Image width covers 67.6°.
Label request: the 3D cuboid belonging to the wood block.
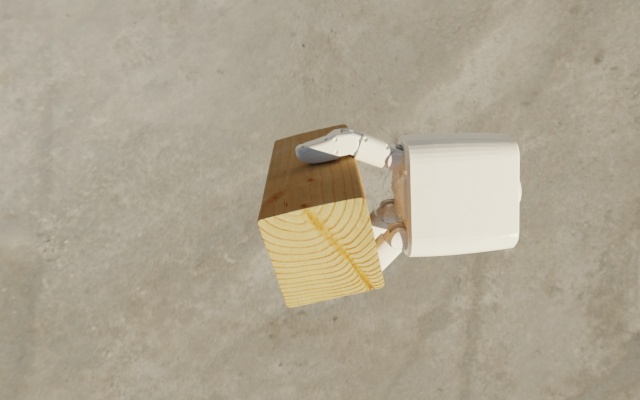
[{"bbox_3d":[0.000,0.001,0.484,0.090,0.091,0.206,-13,24,4],"label":"wood block"}]
